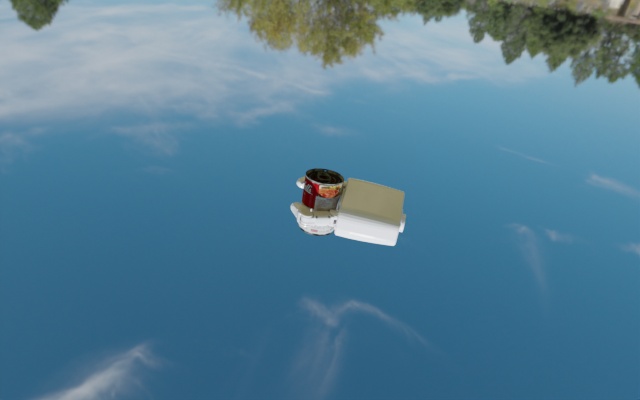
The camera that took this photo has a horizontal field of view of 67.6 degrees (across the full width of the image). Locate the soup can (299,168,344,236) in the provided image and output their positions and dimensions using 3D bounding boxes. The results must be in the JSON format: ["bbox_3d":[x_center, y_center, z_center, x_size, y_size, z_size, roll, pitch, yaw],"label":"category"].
[{"bbox_3d":[0.000,0.003,0.845,0.068,0.102,0.068,8,26,-4],"label":"soup can"}]
